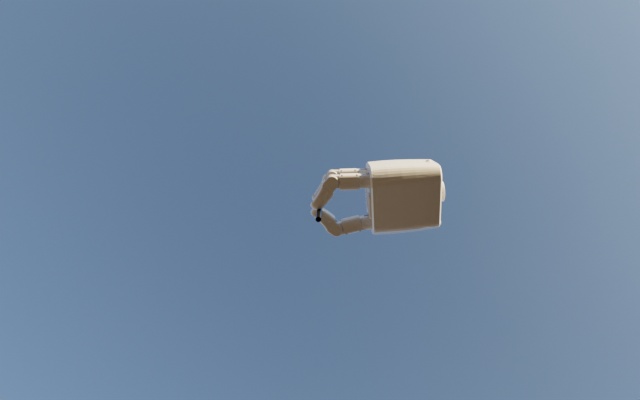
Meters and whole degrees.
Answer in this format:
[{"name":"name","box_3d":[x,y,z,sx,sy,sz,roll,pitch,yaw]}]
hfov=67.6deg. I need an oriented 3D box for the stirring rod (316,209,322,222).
[{"name":"stirring rod","box_3d":[0.000,0.003,0.783,0.011,0.011,0.239,0,11,1]}]
